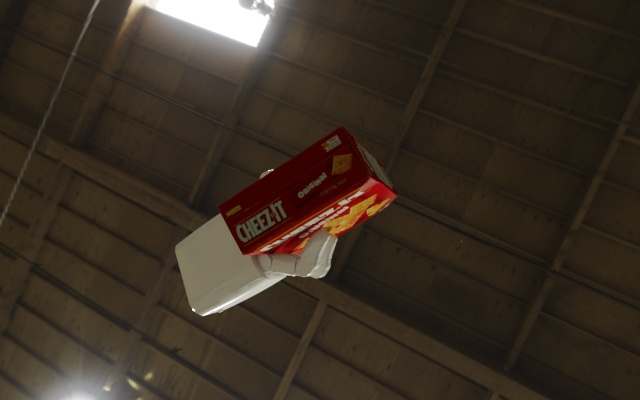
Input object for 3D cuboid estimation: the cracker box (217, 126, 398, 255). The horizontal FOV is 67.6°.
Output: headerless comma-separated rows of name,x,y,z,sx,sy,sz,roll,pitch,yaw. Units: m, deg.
cracker box,0.000,0.002,0.592,0.164,0.072,0.214,-32,-13,12
